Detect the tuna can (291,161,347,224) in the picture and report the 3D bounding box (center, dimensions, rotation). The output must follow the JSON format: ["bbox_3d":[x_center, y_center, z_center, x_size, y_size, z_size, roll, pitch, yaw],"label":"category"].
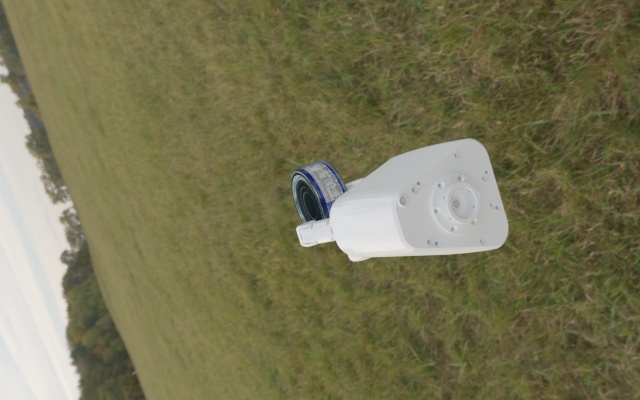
[{"bbox_3d":[0.000,0.002,0.528,0.034,0.086,0.086,-21,8,-21],"label":"tuna can"}]
